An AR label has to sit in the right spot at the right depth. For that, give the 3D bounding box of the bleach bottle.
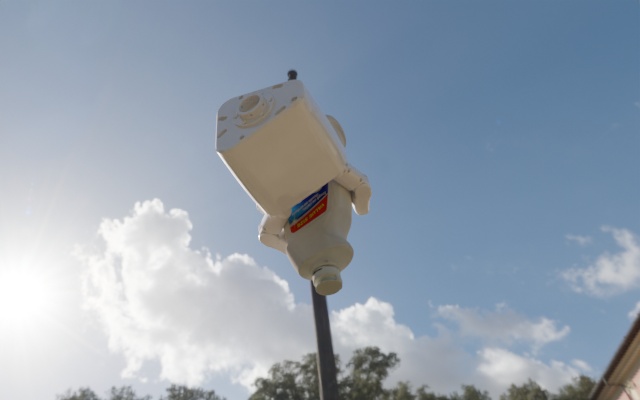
[{"bbox_3d":[0.000,0.002,0.592,0.102,0.250,0.068,-23,-46,12],"label":"bleach bottle"}]
